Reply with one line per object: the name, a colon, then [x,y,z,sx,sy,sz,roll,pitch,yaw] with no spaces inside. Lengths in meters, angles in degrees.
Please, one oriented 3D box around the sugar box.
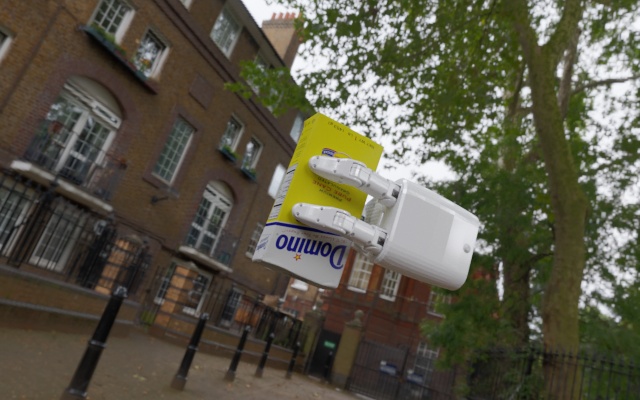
sugar box: [0.000,0.002,0.531,0.093,0.176,0.048,24,-18,-19]
